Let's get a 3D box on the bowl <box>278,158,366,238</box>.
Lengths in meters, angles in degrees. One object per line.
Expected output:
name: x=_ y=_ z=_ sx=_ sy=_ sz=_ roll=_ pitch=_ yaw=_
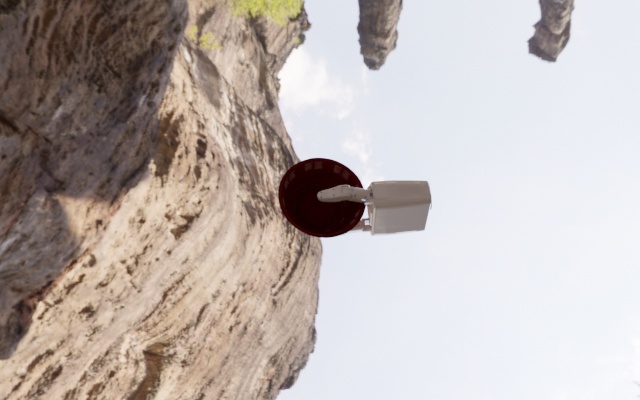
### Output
bowl: x=-0.001 y=0.003 z=0.886 sx=0.162 sy=0.162 sz=0.055 roll=0 pitch=-25 yaw=-10
